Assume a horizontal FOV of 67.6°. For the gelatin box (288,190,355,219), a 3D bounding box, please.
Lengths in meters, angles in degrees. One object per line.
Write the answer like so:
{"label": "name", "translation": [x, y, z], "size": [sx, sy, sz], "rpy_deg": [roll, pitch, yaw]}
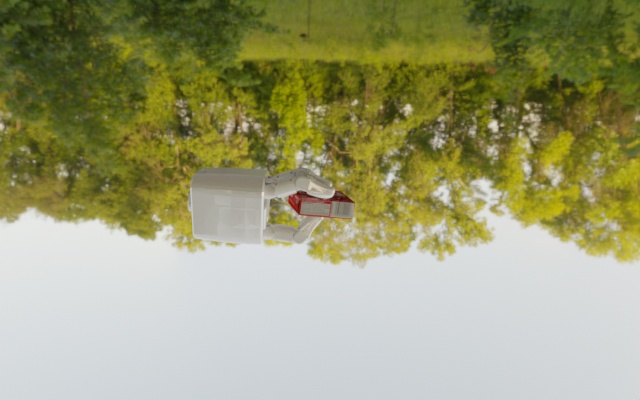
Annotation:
{"label": "gelatin box", "translation": [0.000, 0.003, 0.736], "size": [0.089, 0.030, 0.073], "rpy_deg": [5, 13, -16]}
